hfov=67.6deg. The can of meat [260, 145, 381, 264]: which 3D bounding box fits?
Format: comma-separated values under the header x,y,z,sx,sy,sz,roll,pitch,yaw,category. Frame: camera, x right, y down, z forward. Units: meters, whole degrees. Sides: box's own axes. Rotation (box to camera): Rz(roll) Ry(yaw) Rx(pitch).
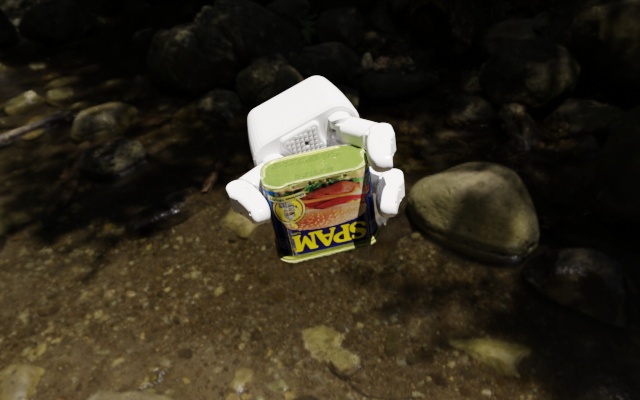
x,y,z,sx,sy,sz,roll,pitch,yaw,category
0.000,0.001,0.442,0.102,0.084,0.057,-13,33,-3,can of meat
